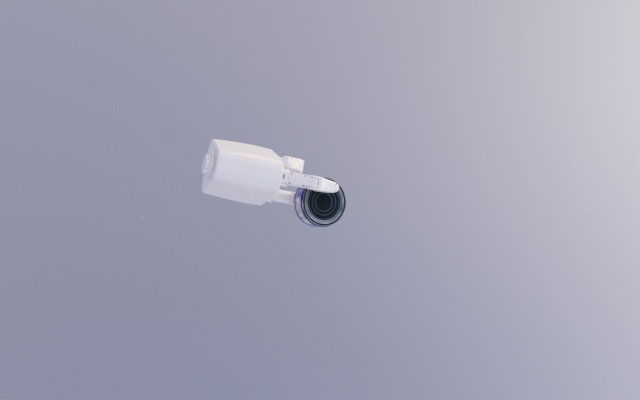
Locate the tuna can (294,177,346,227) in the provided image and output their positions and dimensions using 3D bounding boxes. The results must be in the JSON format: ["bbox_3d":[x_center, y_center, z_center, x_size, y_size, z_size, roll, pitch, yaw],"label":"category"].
[{"bbox_3d":[0.000,0.003,0.812,0.086,0.086,0.034,0,-1,-26],"label":"tuna can"}]
